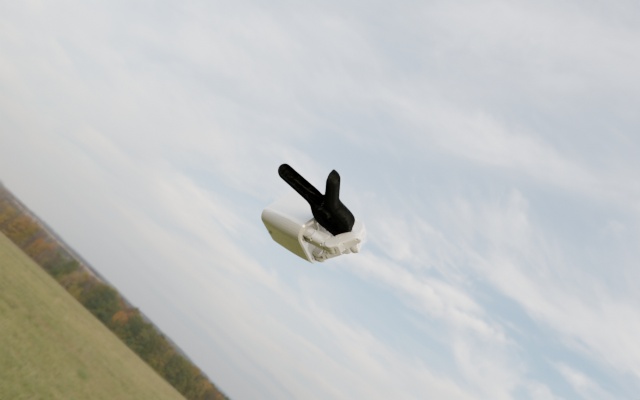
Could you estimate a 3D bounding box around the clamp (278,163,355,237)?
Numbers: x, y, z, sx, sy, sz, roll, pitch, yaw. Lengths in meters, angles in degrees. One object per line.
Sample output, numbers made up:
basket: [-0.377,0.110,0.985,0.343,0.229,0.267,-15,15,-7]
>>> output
clamp: [0.001,0.002,0.776,0.120,0.039,0.172,23,-31,37]
